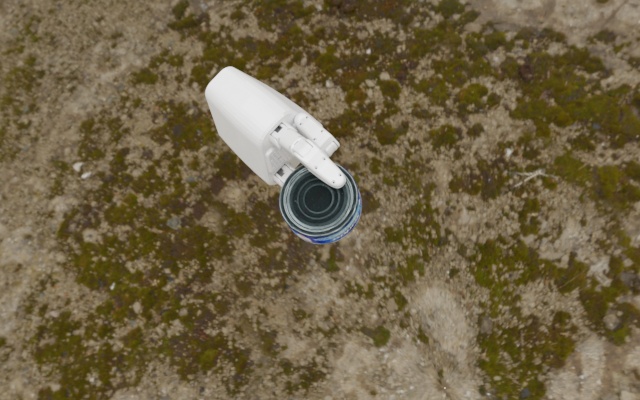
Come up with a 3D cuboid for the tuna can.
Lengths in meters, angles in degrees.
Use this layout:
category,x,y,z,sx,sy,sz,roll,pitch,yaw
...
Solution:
category,x,y,z,sx,sy,sz,roll,pitch,yaw
tuna can,0.000,0.002,0.507,0.086,0.086,0.034,0,-17,10
